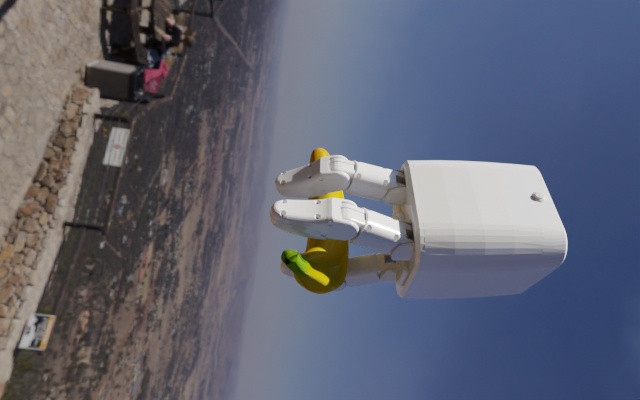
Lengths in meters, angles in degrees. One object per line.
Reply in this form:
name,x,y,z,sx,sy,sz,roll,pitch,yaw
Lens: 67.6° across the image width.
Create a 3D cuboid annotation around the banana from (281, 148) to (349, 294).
banana,0.003,0.019,0.406,0.037,0.070,0.197,-8,26,8
